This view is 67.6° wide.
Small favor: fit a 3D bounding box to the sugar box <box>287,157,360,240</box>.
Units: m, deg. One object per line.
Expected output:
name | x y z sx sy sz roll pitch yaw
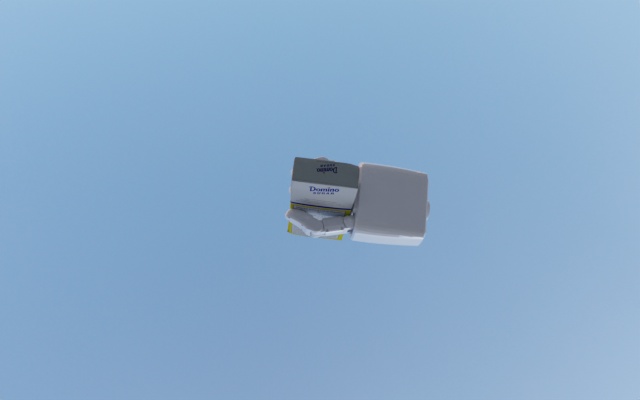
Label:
sugar box | 0.000 0.002 0.721 0.093 0.048 0.176 7 -31 -3
